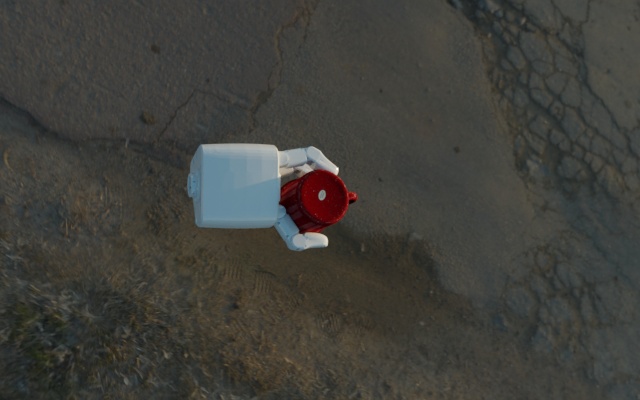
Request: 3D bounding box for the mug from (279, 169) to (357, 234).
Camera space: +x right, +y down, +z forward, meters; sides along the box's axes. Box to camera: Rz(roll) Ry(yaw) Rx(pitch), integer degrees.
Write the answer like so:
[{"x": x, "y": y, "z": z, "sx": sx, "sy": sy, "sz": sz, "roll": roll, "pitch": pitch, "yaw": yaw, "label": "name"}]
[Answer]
[{"x": 0.002, "y": 0.002, "z": 0.704, "sx": 0.117, "sy": 0.093, "sz": 0.081, "roll": -3, "pitch": -11, "yaw": -24, "label": "mug"}]
